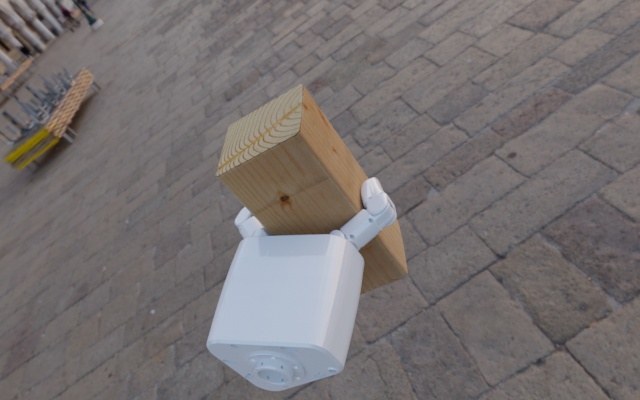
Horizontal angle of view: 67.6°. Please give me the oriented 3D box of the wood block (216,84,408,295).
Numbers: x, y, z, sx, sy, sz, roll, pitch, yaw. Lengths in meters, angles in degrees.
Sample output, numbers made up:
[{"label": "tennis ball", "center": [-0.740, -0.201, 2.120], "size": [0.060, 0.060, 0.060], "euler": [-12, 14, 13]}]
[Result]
[{"label": "wood block", "center": [0.000, 0.002, 0.487], "size": [0.091, 0.206, 0.090], "euler": [-25, 36, 20]}]
